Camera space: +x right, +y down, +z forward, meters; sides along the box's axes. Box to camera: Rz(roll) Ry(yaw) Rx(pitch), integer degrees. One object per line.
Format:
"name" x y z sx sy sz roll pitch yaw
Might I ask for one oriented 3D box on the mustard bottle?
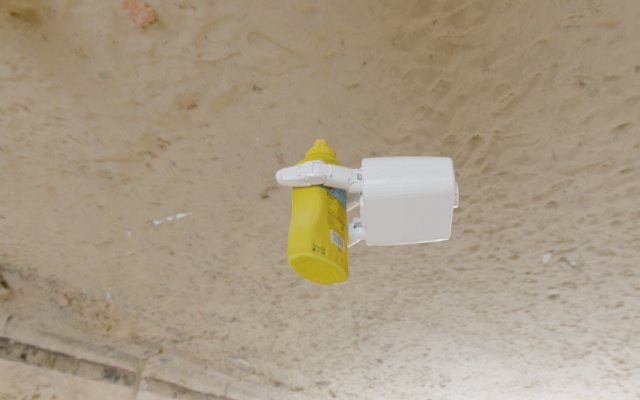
"mustard bottle" 0.000 0.002 0.604 0.058 0.191 0.096 -16 -35 27
